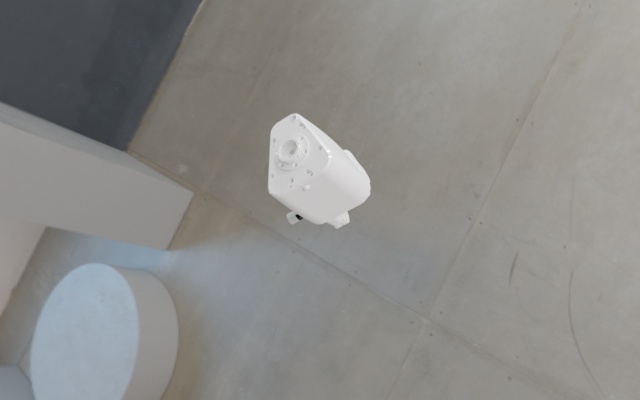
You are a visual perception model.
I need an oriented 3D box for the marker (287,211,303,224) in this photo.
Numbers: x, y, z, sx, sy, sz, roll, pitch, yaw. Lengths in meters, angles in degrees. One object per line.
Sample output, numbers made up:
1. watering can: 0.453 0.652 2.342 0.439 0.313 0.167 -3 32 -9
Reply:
1. marker: 0.000 0.002 0.752 0.121 0.020 0.020 -29 -10 19
